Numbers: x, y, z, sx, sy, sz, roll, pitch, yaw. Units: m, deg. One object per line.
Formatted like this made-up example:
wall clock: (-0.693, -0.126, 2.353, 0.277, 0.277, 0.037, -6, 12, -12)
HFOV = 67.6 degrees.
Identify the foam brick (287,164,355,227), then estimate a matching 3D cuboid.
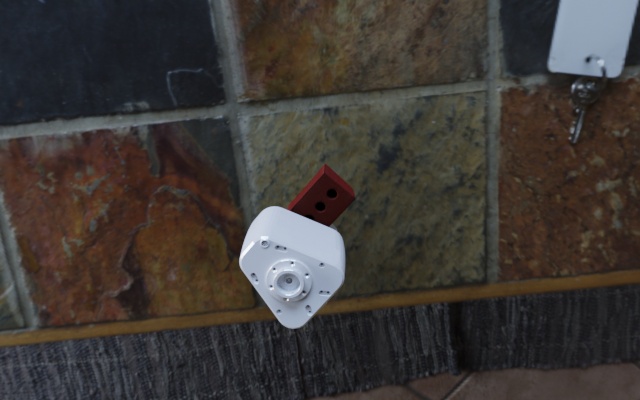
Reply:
foam brick: (0.000, 0.002, 0.614, 0.053, 0.078, 0.051, 40, 12, -10)
